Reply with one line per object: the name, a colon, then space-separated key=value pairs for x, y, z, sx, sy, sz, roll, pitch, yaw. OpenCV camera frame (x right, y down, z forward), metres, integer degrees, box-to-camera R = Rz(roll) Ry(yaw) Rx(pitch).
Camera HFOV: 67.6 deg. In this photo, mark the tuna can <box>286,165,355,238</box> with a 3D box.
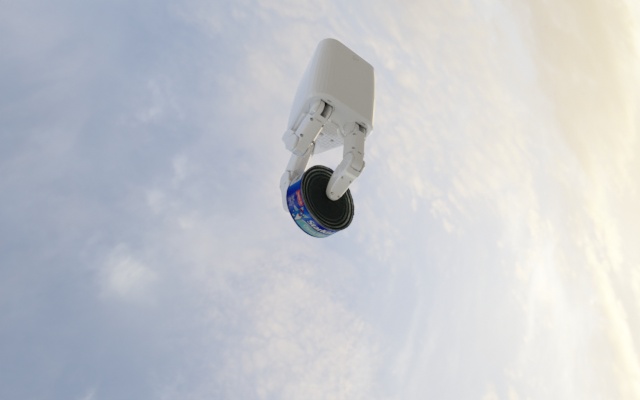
tuna can: x=0.000 y=0.002 z=0.586 sx=0.086 sy=0.086 sz=0.034 roll=0 pitch=-22 yaw=-45
